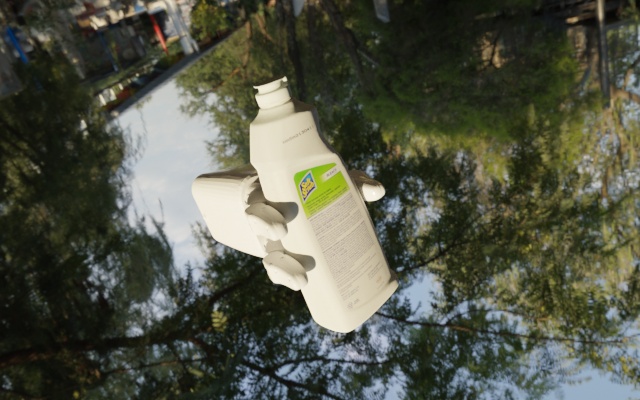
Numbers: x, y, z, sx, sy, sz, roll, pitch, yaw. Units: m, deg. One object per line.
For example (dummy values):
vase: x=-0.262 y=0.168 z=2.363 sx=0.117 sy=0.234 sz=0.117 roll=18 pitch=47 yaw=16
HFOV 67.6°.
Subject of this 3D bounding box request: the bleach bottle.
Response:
bleach bottle: x=0.000 y=0.002 z=0.464 sx=0.068 sy=0.251 sz=0.102 roll=8 pitch=35 yaw=46
